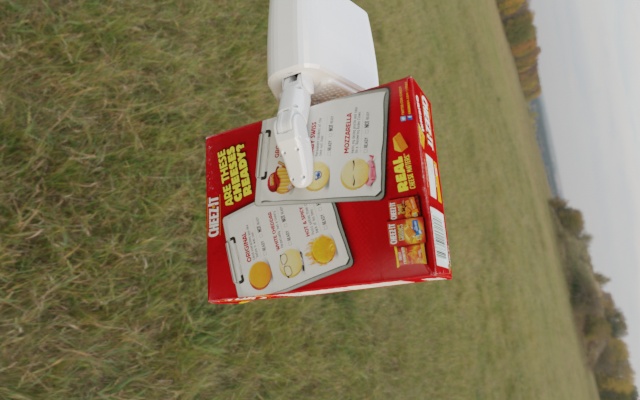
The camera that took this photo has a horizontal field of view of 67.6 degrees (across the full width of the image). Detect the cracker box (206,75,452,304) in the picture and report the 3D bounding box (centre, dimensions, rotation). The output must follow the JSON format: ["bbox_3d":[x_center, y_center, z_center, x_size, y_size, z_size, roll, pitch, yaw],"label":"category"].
[{"bbox_3d":[0.000,0.001,0.434,0.214,0.164,0.072,-12,-17,26],"label":"cracker box"}]
